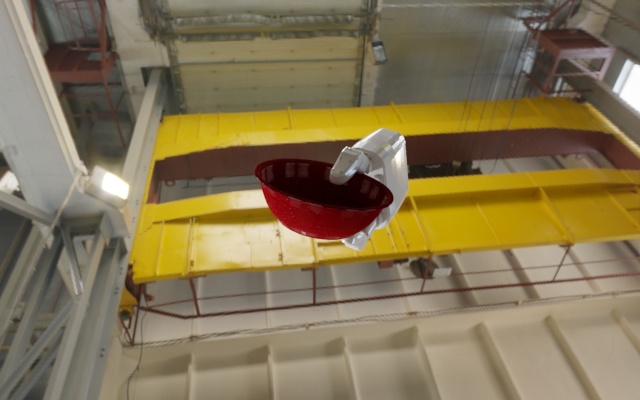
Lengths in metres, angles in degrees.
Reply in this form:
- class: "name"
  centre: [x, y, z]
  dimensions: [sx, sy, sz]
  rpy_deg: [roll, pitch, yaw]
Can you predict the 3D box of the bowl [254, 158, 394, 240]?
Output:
- class: "bowl"
  centre: [-0.001, 0.002, 0.554]
  dimensions: [0.162, 0.055, 0.162]
  rpy_deg: [11, 19, -4]
